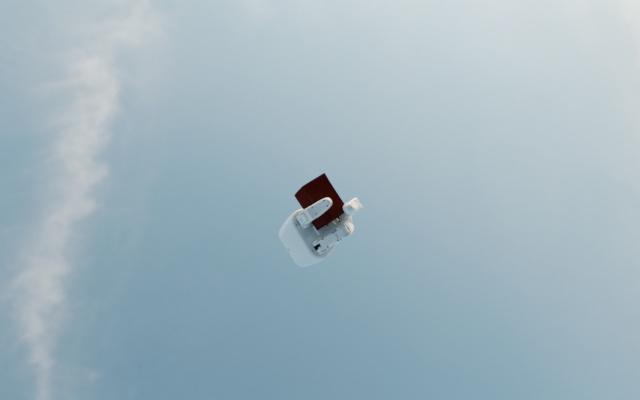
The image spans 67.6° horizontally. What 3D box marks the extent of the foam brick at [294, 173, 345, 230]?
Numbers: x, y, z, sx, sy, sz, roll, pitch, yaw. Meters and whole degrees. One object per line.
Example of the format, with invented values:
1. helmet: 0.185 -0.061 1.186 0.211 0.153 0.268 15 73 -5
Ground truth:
1. foam brick: 0.000 0.002 0.839 0.053 0.078 0.051 -30 -5 -26
